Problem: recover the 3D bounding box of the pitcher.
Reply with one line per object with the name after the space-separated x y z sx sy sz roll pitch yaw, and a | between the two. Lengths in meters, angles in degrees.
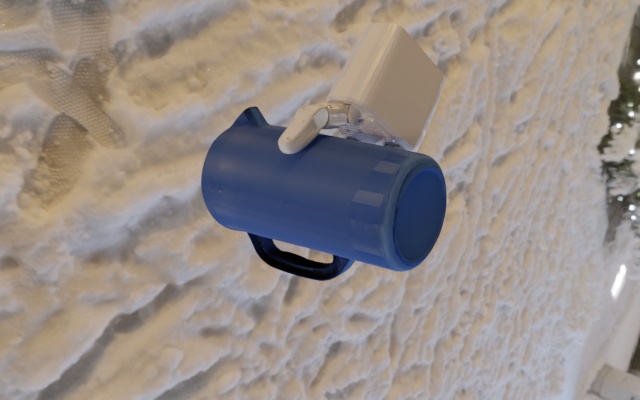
0.000 0.001 0.500 0.243 0.145 0.149 14 -21 40 | pitcher
